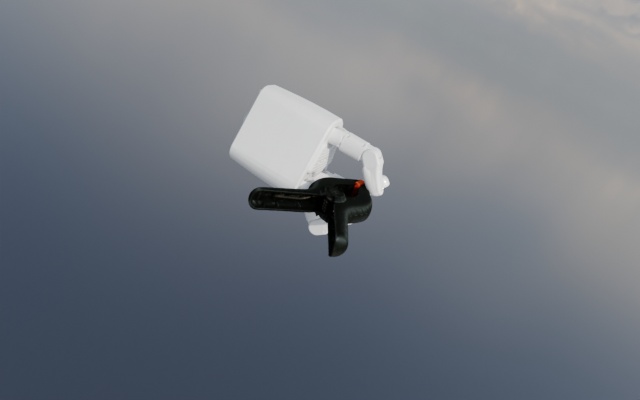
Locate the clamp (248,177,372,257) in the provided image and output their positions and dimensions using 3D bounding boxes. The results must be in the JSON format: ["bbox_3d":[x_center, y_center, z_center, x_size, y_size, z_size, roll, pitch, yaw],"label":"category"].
[{"bbox_3d":[0.000,0.001,0.547,0.120,0.039,0.171,31,24,11],"label":"clamp"}]
